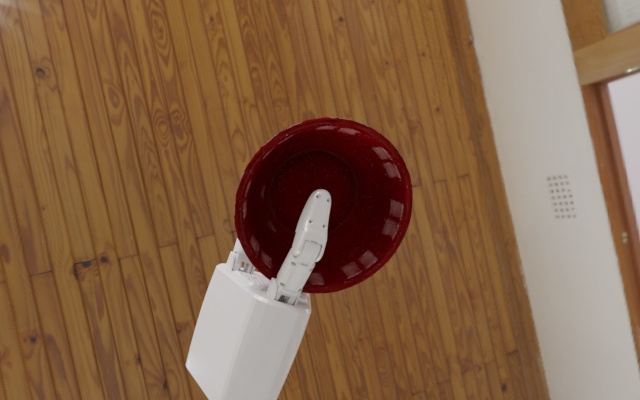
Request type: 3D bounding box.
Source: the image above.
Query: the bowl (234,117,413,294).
[{"bbox_3d":[0.001,0.000,0.441,0.162,0.162,0.055,0,17,-14],"label":"bowl"}]
